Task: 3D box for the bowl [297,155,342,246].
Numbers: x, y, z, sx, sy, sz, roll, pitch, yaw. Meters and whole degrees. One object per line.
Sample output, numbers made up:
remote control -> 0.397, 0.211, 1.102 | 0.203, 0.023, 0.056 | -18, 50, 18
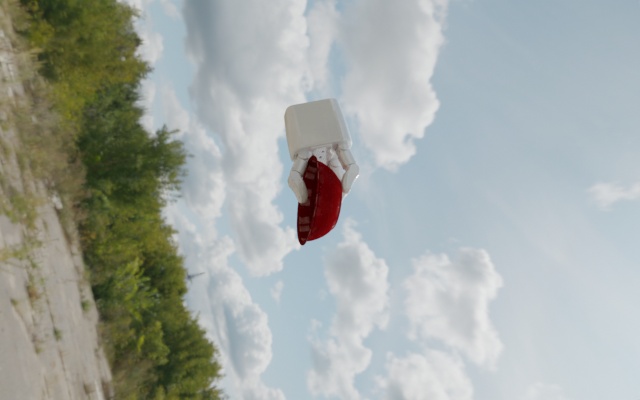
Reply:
bowl -> 0.000, 0.004, 0.853 | 0.055, 0.162, 0.162 | 8, -2, -12
